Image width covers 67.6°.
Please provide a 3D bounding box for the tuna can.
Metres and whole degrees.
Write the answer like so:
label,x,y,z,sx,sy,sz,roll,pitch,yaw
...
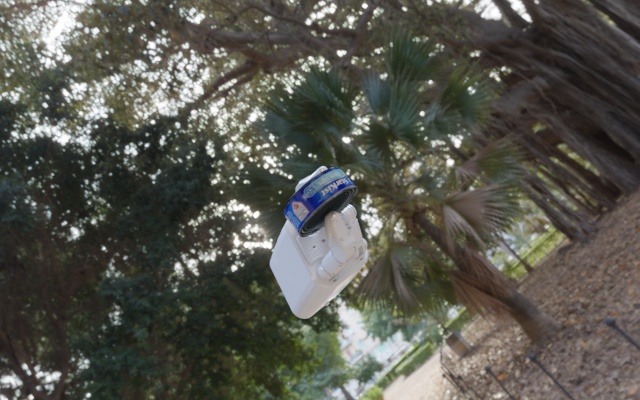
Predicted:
label,x,y,z,sx,sy,sz,roll,pitch,yaw
tuna can,0.000,0.001,0.546,0.086,0.033,0.086,-37,-15,-12
